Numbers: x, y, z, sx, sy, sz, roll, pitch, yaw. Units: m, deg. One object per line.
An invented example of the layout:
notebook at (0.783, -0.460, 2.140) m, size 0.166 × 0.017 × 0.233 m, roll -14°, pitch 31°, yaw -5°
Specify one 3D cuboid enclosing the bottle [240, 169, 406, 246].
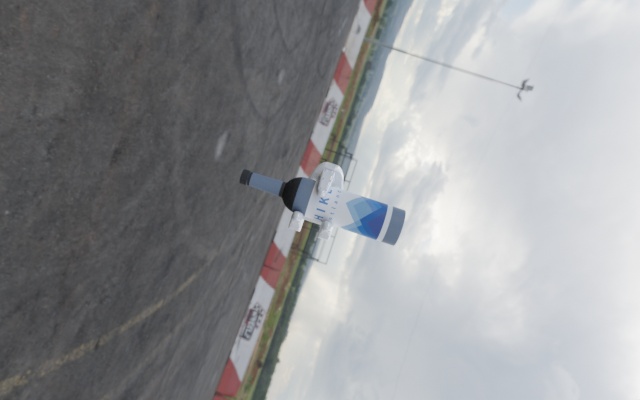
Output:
bottle at (0.000, 0.003, 0.848) m, size 0.296 × 0.069 × 0.069 m, roll 18°, pitch 0°, yaw 1°
